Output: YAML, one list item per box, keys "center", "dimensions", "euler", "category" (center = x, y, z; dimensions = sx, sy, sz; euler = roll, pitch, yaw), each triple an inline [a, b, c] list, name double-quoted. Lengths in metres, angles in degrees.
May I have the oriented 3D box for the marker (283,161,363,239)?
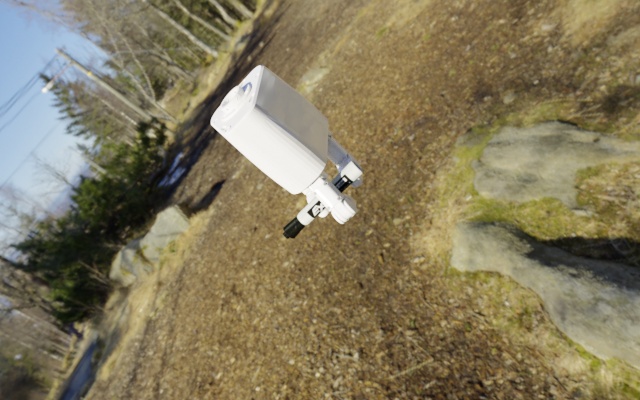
- center: [0.000, 0.002, 0.557]
  dimensions: [0.121, 0.020, 0.020]
  euler: [-44, -13, 14]
  category: "marker"
